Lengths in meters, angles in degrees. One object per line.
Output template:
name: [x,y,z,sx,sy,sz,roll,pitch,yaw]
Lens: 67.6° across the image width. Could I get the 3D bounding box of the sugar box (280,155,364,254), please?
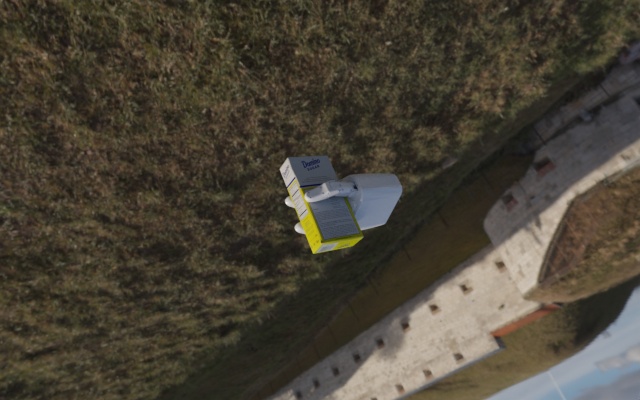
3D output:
sugar box: [0.000,0.003,0.862,0.093,0.176,0.048,-6,-29,-35]
